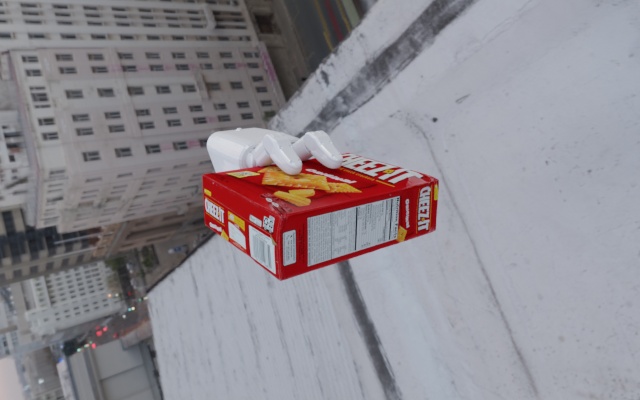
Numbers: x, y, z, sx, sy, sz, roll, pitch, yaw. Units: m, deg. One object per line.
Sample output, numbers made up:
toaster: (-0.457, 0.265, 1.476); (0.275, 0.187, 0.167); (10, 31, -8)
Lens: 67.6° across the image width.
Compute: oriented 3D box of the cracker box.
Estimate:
cracker box: (0.000, 0.002, 0.537); (0.213, 0.072, 0.164); (-13, 24, -35)
